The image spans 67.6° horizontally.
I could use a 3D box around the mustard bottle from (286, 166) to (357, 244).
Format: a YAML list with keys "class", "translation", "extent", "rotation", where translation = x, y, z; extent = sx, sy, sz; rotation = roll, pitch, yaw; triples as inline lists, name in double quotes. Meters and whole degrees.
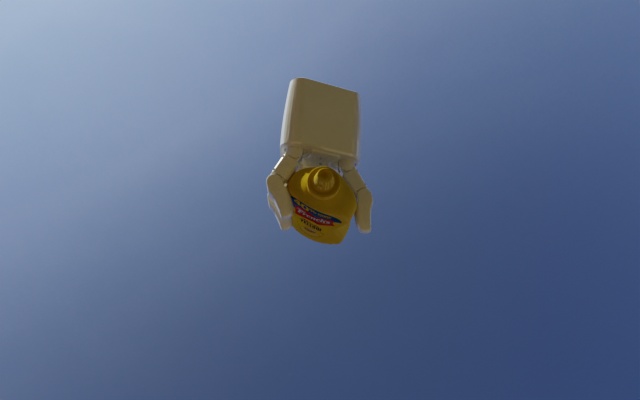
- class: "mustard bottle"
  translation: [0.000, 0.003, 0.642]
  extent: [0.096, 0.058, 0.192]
  rotation: [28, -19, 7]
